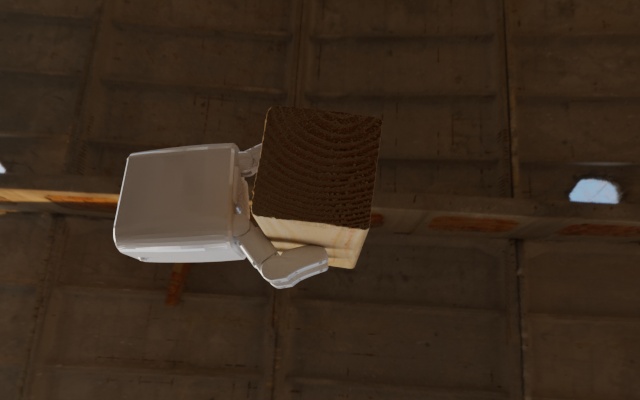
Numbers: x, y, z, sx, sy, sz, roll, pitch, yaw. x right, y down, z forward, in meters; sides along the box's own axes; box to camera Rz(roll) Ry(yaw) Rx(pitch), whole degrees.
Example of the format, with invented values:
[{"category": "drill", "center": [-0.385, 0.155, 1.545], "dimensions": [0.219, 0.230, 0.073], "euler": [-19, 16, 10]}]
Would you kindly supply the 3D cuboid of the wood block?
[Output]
[{"category": "wood block", "center": [0.000, 0.001, 0.451], "dimensions": [0.090, 0.090, 0.206], "euler": [7, -15, 3]}]
